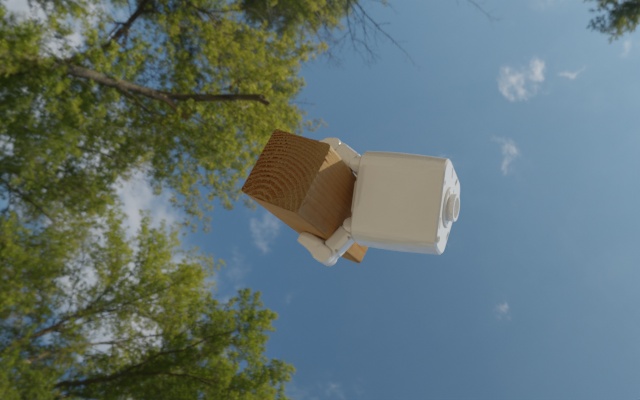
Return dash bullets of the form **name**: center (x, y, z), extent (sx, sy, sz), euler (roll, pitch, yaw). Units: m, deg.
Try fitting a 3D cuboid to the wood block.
- **wood block**: center (0.000, 0.003, 0.637), extent (0.090, 0.091, 0.206), euler (20, -13, 32)
